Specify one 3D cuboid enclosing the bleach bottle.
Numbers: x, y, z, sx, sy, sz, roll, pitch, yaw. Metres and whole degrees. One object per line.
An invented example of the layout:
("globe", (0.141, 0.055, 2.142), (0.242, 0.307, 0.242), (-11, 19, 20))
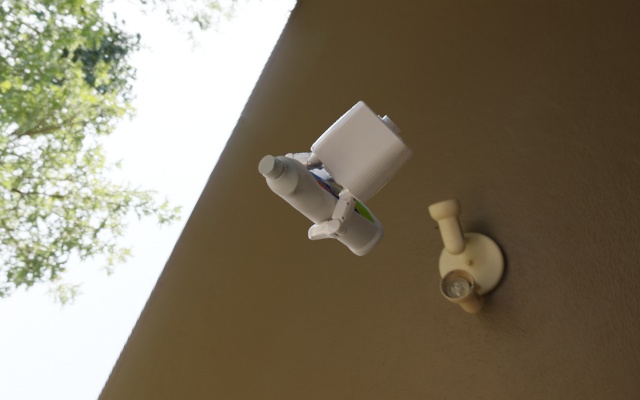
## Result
("bleach bottle", (0.000, 0.002, 0.731), (0.251, 0.068, 0.102), (33, 16, -49))
